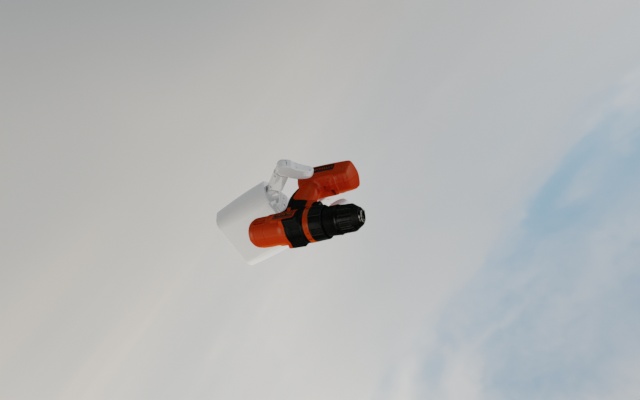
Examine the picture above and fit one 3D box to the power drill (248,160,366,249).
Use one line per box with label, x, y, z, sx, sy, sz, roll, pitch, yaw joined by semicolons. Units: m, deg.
power drill;0.000;0.002;0.736;0.184;0.057;0.187;-9;23;26
